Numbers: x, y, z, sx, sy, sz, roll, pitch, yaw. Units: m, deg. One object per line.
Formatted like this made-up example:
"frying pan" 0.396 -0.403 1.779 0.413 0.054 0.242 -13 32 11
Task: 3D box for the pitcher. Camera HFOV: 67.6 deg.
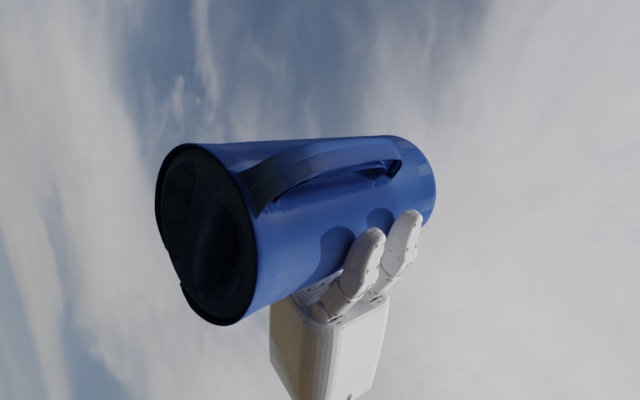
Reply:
"pitcher" 0.000 0.002 0.411 0.243 0.145 0.149 -15 27 -43
